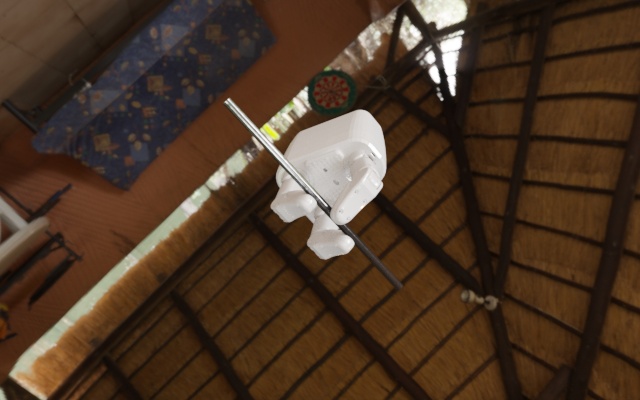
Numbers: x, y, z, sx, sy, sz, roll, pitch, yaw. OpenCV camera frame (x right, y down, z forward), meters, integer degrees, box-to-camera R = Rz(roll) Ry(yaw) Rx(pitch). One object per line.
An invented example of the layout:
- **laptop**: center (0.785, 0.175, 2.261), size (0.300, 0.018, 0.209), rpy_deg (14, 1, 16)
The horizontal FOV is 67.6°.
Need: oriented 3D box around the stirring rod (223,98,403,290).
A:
- **stirring rod**: center (0.000, 0.001, 0.431), size (0.239, 0.011, 0.011), rpy_deg (47, -19, -18)
